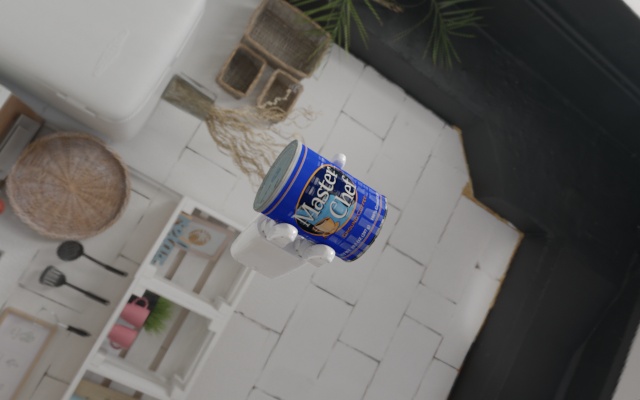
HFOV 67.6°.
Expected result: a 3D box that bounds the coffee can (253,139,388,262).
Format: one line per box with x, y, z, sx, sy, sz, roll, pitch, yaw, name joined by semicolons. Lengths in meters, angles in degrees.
0.000;0.002;0.611;0.140;0.103;0.103;31;-10;-17;coffee can
